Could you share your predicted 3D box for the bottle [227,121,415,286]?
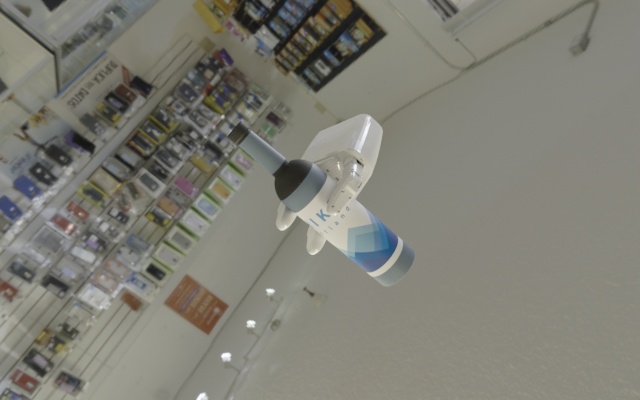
[{"bbox_3d":[0.000,0.002,0.636,0.296,0.069,0.069,40,-13,-15],"label":"bottle"}]
